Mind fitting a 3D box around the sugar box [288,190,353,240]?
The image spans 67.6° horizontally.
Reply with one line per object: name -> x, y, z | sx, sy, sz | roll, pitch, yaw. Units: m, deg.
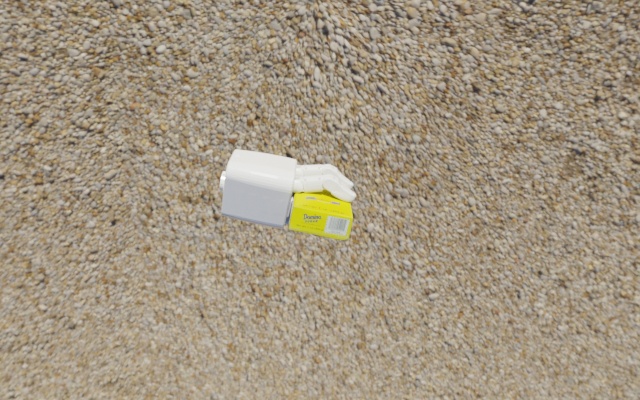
sugar box -> 0.000, 0.002, 0.784 | 0.093, 0.048, 0.176 | 12, 23, -6
